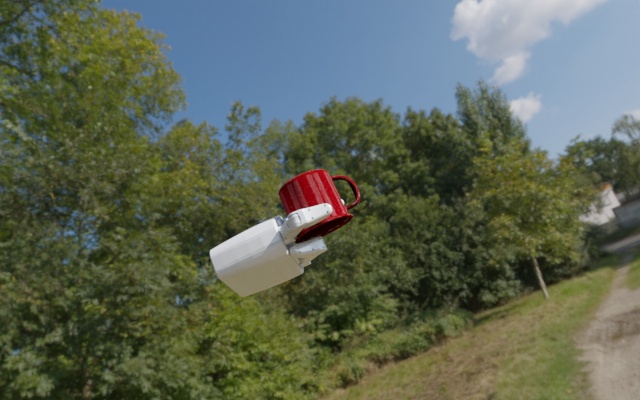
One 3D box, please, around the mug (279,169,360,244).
[{"bbox_3d":[0.001,0.001,0.704,0.117,0.081,0.093,-25,-14,0],"label":"mug"}]
